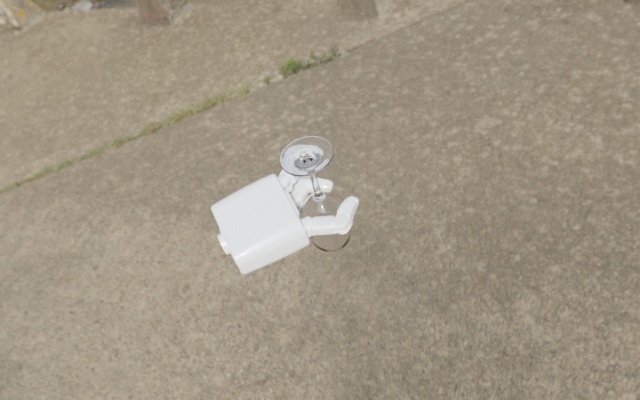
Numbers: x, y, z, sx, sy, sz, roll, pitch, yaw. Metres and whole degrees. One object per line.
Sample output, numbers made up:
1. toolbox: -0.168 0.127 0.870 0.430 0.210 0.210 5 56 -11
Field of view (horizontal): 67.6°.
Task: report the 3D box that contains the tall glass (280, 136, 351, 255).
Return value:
1. tall glass: 0.000 0.002 0.713 0.079 0.079 0.201 0 -39 15
